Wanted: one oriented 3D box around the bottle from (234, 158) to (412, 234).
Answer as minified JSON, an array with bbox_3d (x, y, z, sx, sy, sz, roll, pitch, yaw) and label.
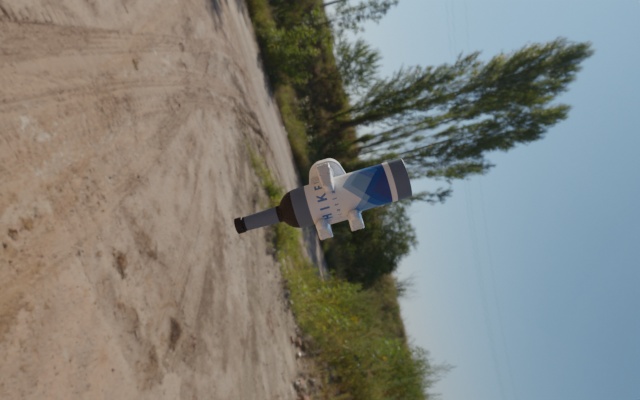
[{"bbox_3d":[0.000,0.003,0.794,0.296,0.069,0.069,-16,-1,3],"label":"bottle"}]
